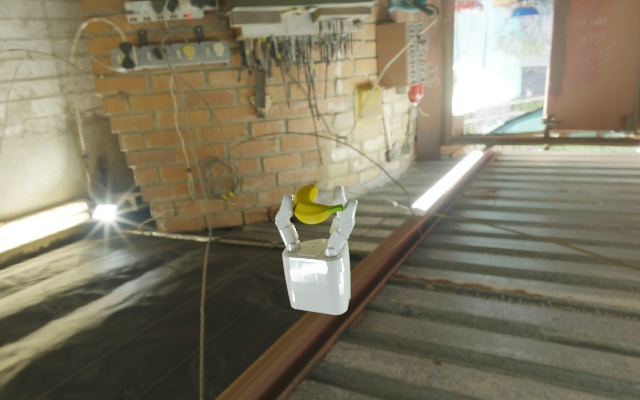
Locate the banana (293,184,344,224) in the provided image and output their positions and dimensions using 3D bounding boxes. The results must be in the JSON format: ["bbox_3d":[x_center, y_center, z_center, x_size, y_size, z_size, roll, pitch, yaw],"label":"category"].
[{"bbox_3d":[-0.017,0.007,0.838,0.069,0.037,0.197,-12,16,-12],"label":"banana"}]
